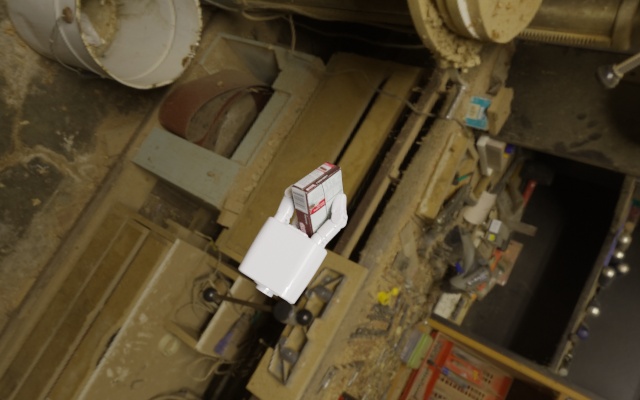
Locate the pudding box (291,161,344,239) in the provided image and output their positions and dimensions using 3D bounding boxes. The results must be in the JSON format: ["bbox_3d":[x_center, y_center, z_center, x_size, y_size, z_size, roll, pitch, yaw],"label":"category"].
[{"bbox_3d":[0.000,0.003,0.831,0.039,0.114,0.090,27,50,35],"label":"pudding box"}]
